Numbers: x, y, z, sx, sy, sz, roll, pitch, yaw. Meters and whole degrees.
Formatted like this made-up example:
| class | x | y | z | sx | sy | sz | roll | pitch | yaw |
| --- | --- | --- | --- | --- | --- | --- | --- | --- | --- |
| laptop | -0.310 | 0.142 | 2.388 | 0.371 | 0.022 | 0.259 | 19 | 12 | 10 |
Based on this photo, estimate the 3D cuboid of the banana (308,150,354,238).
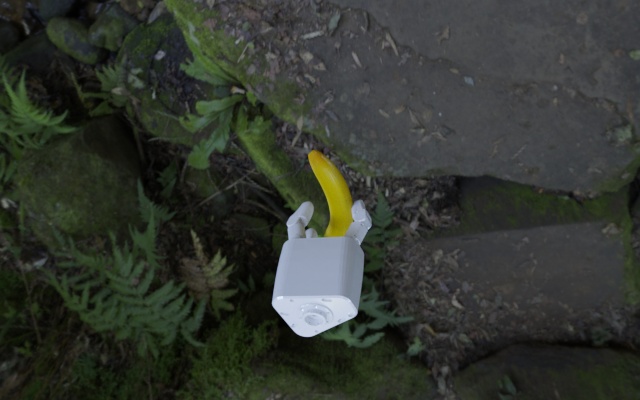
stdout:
| class | x | y | z | sx | sy | sz | roll | pitch | yaw |
| --- | --- | --- | --- | --- | --- | --- | --- | --- | --- |
| banana | 0.019 | 0.007 | 0.754 | 0.069 | 0.198 | 0.037 | 6 | 42 | 9 |
